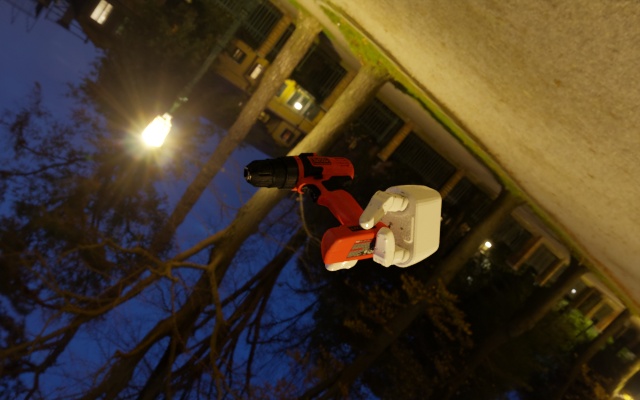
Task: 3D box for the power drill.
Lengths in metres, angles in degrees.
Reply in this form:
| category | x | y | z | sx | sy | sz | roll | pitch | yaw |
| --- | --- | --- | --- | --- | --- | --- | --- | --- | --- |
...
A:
| category | x | y | z | sx | sy | sz | roll | pitch | yaw |
| --- | --- | --- | --- | --- | --- | --- | --- | --- | --- |
| power drill | 0.001 | 0.003 | 0.685 | 0.184 | 0.057 | 0.187 | -5 | 47 | -33 |
